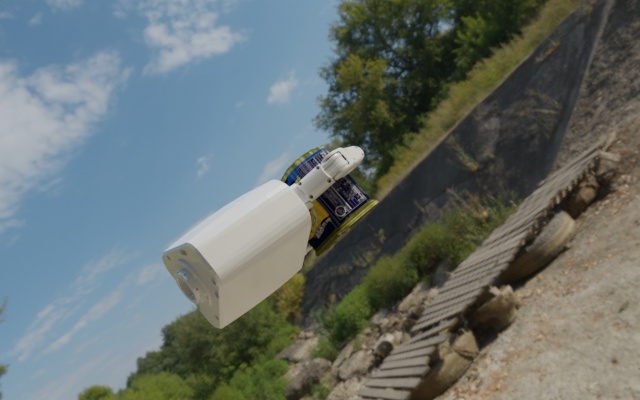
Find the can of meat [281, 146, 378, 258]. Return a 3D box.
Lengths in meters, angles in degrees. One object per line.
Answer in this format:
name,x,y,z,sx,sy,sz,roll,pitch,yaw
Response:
can of meat,0.000,0.001,0.504,0.057,0.084,0.102,-38,-8,-30
